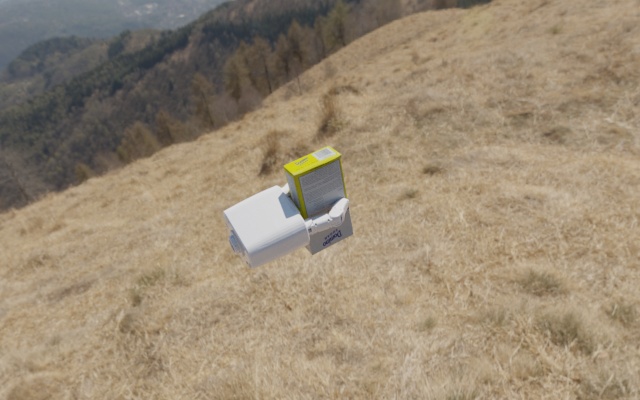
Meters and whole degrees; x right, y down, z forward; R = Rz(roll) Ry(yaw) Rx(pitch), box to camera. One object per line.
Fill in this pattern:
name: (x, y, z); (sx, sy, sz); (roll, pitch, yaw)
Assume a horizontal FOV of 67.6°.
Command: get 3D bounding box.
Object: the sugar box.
sugar box: (0.000, 0.002, 0.836); (0.093, 0.176, 0.048); (-25, 40, -19)
